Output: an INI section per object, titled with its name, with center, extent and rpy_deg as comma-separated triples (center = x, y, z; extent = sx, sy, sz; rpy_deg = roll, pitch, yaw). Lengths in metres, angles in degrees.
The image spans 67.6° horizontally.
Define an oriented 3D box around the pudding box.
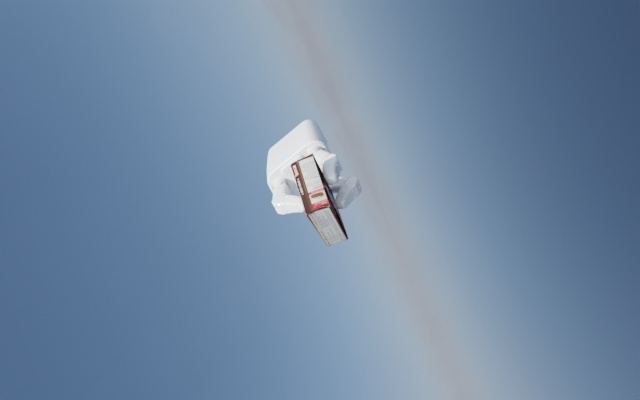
[pudding box]
center = 0.000, 0.002, 0.677
extent = 0.039, 0.090, 0.113
rpy_deg = -23, -31, 6
